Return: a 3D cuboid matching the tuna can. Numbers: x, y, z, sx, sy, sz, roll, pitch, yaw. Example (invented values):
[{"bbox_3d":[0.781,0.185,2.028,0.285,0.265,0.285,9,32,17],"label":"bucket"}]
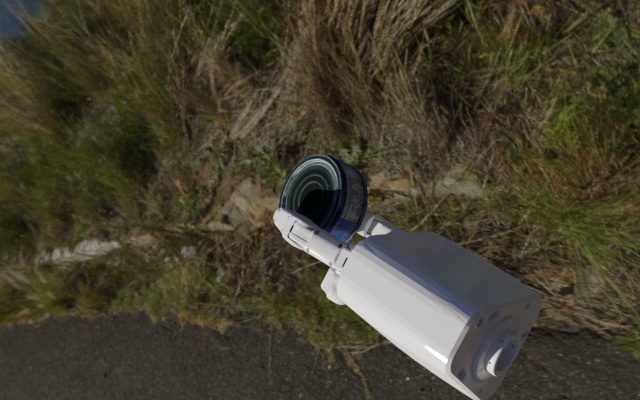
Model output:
[{"bbox_3d":[0.000,0.001,0.440,0.034,0.086,0.086,20,-13,-42],"label":"tuna can"}]
